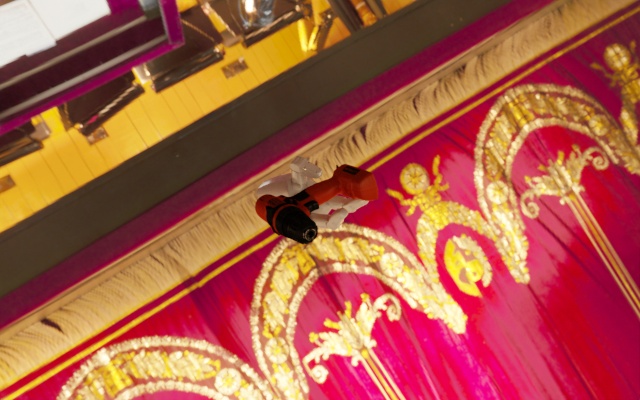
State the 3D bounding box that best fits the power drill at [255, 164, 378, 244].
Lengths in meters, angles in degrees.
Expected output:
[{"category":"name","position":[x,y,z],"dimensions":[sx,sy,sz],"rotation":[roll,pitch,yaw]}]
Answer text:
[{"category":"power drill","position":[0.000,0.002,0.796],"dimensions":[0.187,0.057,0.184],"rotation":[-23,25,-22]}]
